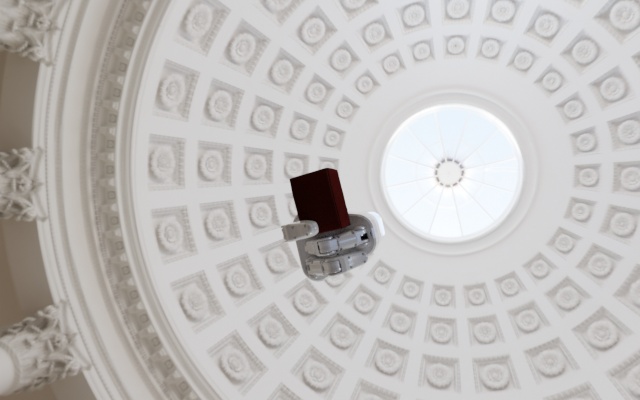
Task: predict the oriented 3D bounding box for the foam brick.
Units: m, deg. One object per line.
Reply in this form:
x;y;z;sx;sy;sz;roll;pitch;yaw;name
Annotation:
0.000;0.002;0.610;0.053;0.078;0.051;-13;0;17;foam brick
